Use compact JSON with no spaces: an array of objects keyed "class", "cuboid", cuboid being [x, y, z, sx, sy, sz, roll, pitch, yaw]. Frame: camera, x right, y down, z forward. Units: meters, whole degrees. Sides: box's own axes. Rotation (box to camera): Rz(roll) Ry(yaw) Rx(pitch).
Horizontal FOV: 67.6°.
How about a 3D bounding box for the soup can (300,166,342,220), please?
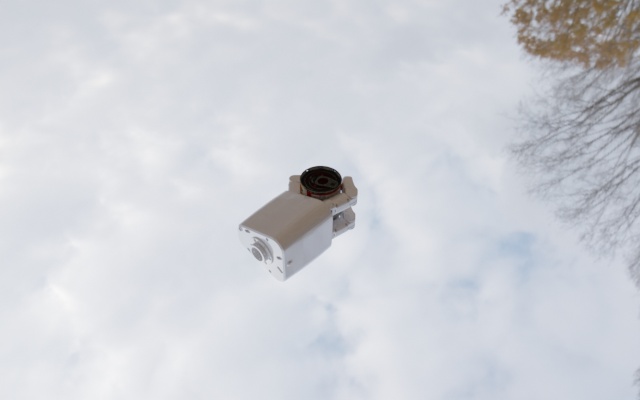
[{"class":"soup can","cuboid":[0.000,0.003,0.796,0.068,0.102,0.068,1,42,0]}]
